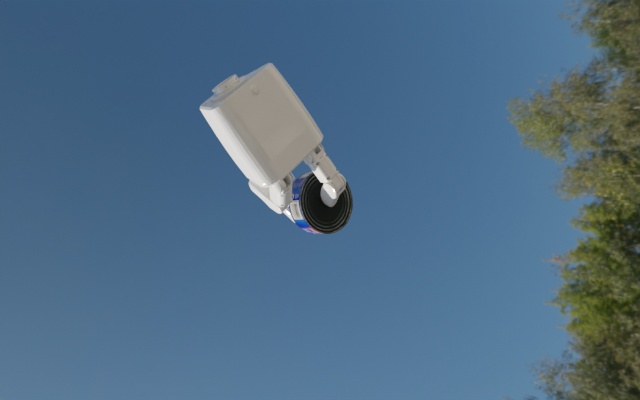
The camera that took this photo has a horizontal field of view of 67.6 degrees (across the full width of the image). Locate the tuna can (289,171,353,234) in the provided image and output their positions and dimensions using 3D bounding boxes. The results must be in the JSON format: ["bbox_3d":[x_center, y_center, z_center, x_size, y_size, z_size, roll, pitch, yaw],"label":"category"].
[{"bbox_3d":[0.000,0.002,0.639,0.086,0.086,0.034,0,-3,-36],"label":"tuna can"}]
